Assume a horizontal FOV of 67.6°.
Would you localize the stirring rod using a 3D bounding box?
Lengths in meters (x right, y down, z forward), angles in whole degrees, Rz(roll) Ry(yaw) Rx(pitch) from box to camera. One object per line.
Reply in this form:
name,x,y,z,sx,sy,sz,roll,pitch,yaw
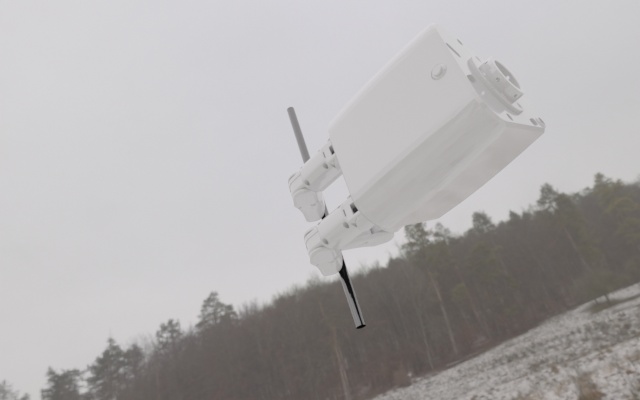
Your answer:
stirring rod,0.000,0.001,0.434,0.011,0.239,0.011,-13,-33,-8
